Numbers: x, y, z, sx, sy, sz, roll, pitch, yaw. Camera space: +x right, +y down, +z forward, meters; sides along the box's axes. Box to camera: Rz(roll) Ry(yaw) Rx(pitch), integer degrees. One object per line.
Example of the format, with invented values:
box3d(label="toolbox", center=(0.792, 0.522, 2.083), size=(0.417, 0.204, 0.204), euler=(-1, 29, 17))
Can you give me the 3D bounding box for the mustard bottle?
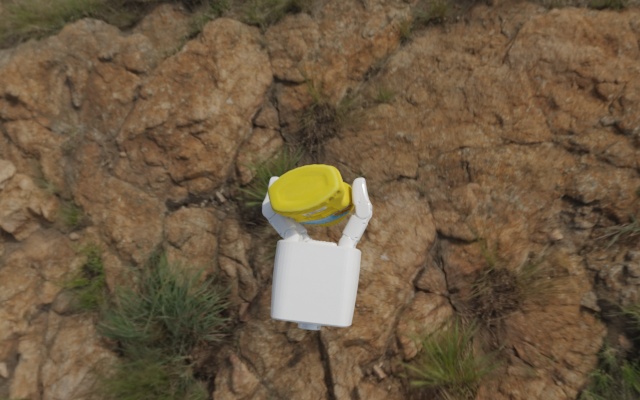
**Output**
box3d(label="mustard bottle", center=(0.000, 0.002, 0.688), size=(0.096, 0.058, 0.192), euler=(-20, -15, 10))
